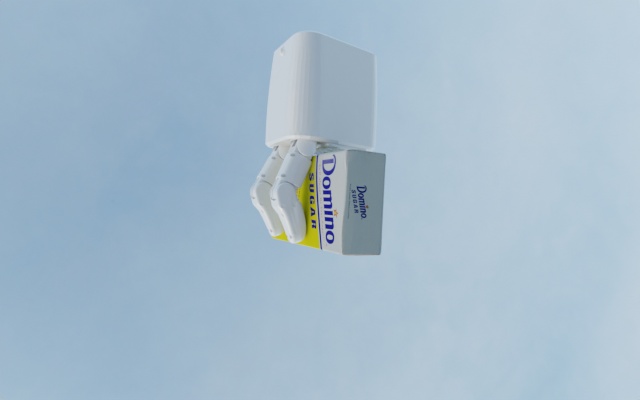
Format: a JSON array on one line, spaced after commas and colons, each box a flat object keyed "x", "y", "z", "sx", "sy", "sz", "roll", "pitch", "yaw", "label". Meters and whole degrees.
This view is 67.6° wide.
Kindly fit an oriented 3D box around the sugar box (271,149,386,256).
[{"x": 0.000, "y": 0.001, "z": 0.487, "sx": 0.048, "sy": 0.093, "sz": 0.176, "roll": 4, "pitch": -2, "yaw": -23, "label": "sugar box"}]
